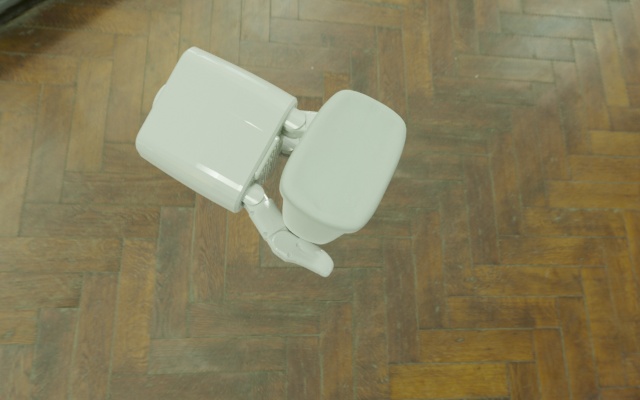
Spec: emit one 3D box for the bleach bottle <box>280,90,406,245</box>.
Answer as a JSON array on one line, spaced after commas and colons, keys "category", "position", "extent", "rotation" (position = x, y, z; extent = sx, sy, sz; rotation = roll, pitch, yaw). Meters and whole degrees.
[{"category": "bleach bottle", "position": [0.000, 0.001, 0.437], "extent": [0.068, 0.102, 0.251], "rotation": [29, -18, 0]}]
